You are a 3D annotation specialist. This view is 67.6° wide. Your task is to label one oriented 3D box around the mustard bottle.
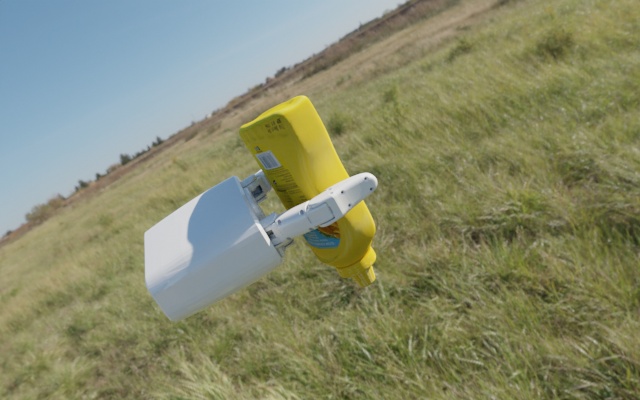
[{"bbox_3d":[0.000,0.001,0.448,0.058,0.192,0.096,-38,17,-28],"label":"mustard bottle"}]
